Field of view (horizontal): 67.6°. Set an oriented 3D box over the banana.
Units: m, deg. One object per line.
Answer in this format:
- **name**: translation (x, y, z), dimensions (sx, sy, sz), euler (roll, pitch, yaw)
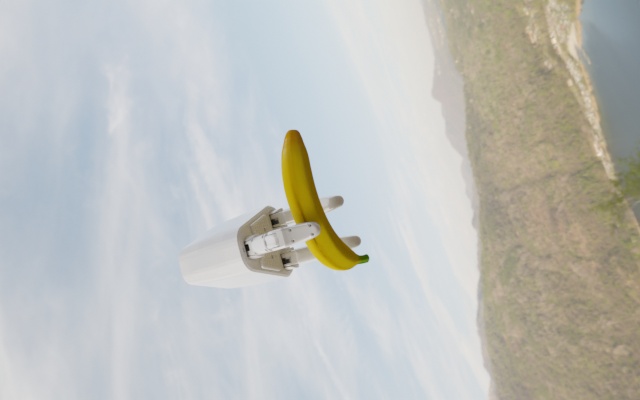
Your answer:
- **banana**: translation (-0.005, 0.014, 0.571), dimensions (0.037, 0.198, 0.069), euler (-16, 21, 32)
